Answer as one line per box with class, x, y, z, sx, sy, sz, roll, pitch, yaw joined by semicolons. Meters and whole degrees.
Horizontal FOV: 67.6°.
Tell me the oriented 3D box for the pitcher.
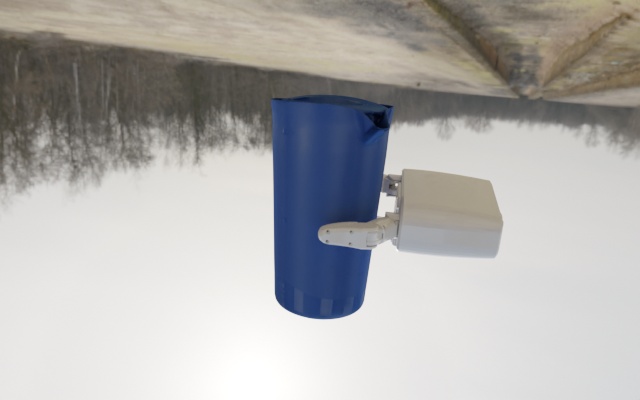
pitcher;0.000;0.002;0.551;0.145;0.243;0.149;6;14;6
